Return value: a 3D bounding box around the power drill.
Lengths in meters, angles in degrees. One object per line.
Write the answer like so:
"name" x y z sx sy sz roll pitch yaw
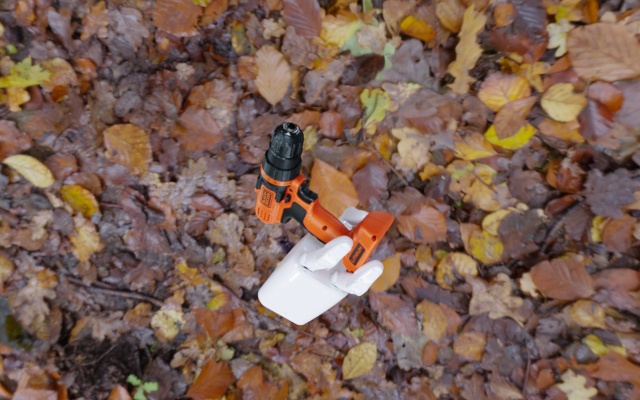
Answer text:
"power drill" 0.000 0.003 0.632 0.187 0.057 0.185 34 -37 11
